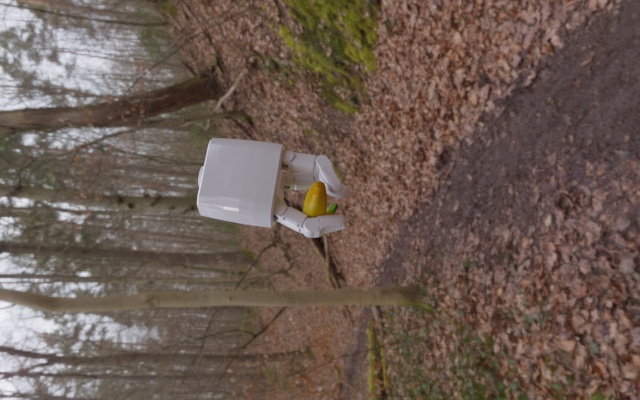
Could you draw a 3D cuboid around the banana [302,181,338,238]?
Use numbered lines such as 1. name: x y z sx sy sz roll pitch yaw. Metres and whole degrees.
1. banana: -0.004 0.021 0.718 0.037 0.069 0.198 14 -7 8
